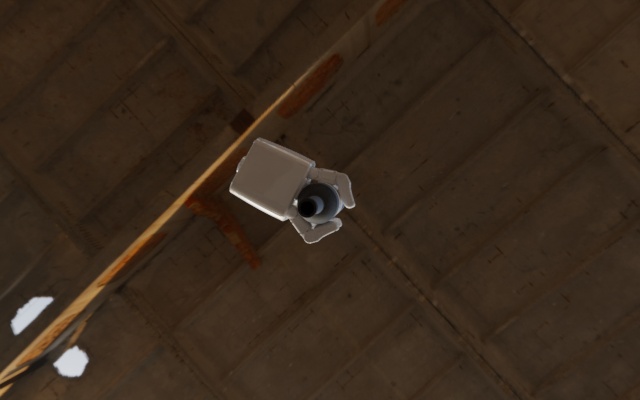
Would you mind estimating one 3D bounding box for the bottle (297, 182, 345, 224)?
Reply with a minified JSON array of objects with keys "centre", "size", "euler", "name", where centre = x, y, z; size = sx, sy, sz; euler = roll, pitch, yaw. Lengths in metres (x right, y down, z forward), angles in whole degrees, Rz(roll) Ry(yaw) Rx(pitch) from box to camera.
[{"centre":[0.000,0.003,0.801],"size":[0.069,0.069,0.295],"euler":[0,3,7],"name":"bottle"}]
